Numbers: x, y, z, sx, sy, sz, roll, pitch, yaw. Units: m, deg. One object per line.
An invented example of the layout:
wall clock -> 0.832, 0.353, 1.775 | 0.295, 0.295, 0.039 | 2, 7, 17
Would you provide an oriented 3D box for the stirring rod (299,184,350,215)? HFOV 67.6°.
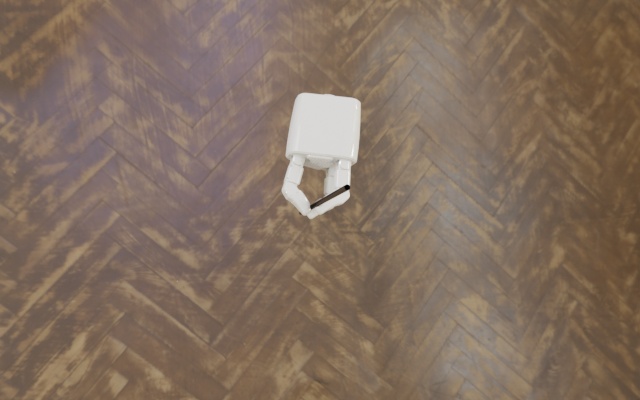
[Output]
stirring rod -> 0.000, 0.002, 0.721 | 0.011, 0.011, 0.239 | 0, -9, -17
